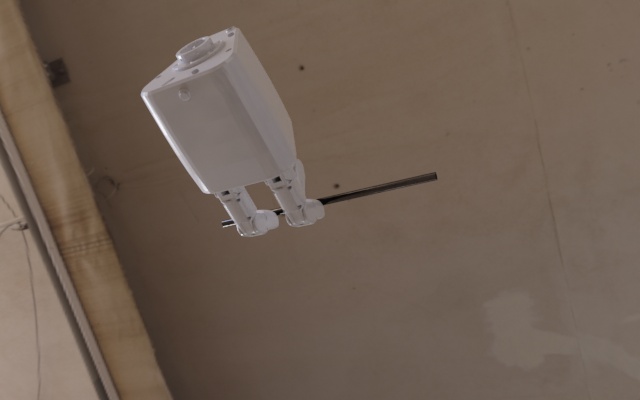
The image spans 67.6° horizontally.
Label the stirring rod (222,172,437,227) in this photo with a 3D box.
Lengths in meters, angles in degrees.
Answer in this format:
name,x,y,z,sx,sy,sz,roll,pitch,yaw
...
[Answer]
name,x,y,z,sx,sy,sz,roll,pitch,yaw
stirring rod,0.000,0.002,0.494,0.239,0.011,0.011,-13,-5,22
